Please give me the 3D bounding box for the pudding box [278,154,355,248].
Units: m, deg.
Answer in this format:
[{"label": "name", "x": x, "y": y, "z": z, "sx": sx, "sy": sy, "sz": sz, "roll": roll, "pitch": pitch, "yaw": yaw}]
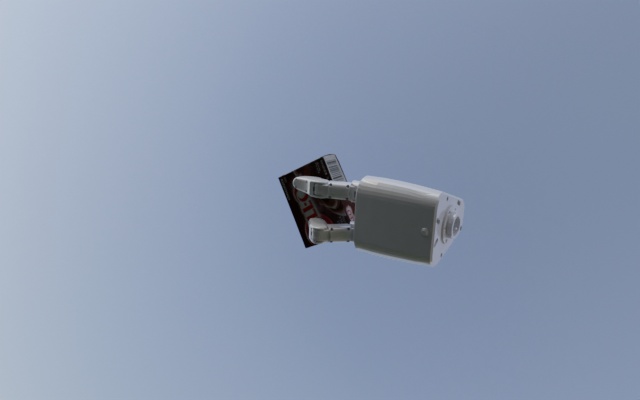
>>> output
[{"label": "pudding box", "x": 0.000, "y": 0.002, "z": 0.670, "sx": 0.090, "sy": 0.113, "sz": 0.039, "roll": -22, "pitch": -3, "yaw": 37}]
